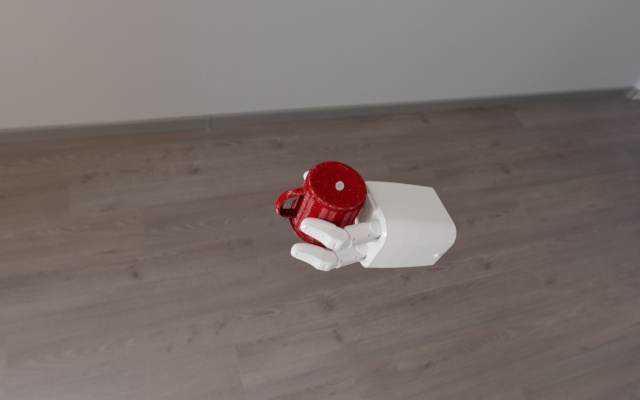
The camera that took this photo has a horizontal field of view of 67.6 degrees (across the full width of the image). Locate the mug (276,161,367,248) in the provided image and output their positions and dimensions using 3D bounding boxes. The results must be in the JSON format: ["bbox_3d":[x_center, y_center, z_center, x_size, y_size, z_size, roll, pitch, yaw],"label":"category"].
[{"bbox_3d":[-0.001,0.002,0.624,0.117,0.093,0.081,2,-36,-17],"label":"mug"}]
